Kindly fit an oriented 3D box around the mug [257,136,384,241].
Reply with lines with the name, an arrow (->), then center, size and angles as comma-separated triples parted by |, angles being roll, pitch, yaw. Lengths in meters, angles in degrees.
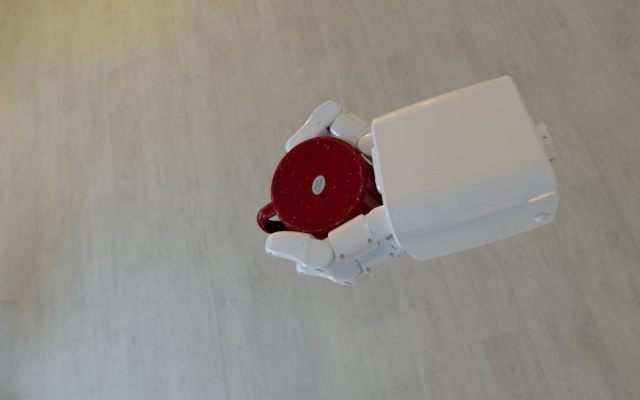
mug -> -0.001, 0.002, 0.403 | 0.117, 0.093, 0.081 | -19, -23, 17
